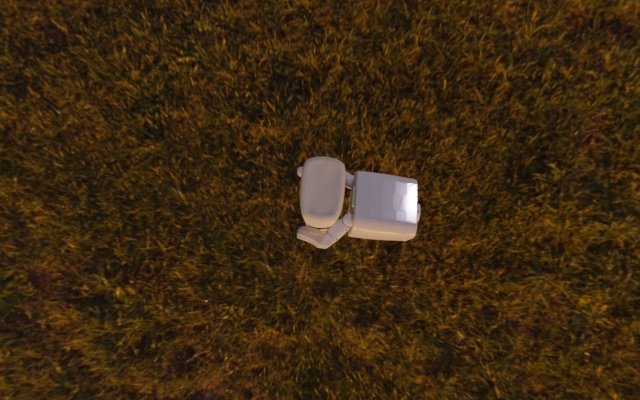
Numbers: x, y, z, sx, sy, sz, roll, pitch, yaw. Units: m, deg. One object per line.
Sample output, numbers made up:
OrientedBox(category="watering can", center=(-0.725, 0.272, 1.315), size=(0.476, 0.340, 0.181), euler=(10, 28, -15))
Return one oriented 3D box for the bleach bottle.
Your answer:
OrientedBox(category="bleach bottle", center=(0.000, 0.003, 0.834), size=(0.068, 0.102, 0.251), euler=(5, -9, -1))
